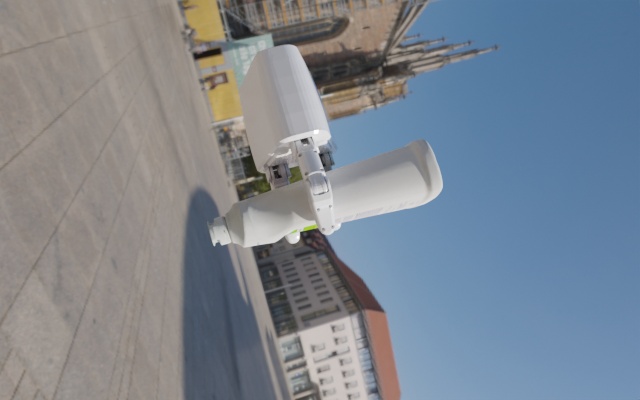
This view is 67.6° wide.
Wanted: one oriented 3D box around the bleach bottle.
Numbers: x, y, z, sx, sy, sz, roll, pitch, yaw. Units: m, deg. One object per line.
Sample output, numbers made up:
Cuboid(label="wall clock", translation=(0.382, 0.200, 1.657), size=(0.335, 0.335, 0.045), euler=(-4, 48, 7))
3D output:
Cuboid(label="bleach bottle", translation=(0.000, 0.002, 0.534), size=(0.251, 0.068, 0.102), euler=(-15, -11, -9))
